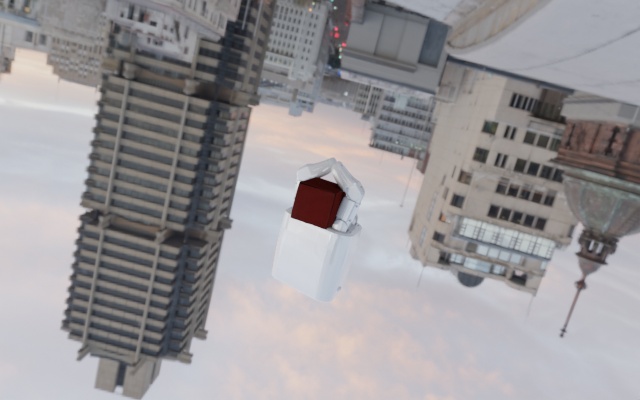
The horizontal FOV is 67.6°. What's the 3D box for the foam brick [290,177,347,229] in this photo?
[{"bbox_3d":[0.000,0.002,0.650,0.053,0.051,0.078,19,12,13],"label":"foam brick"}]
